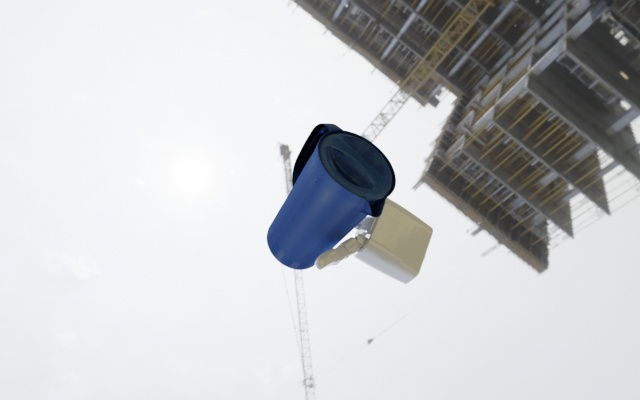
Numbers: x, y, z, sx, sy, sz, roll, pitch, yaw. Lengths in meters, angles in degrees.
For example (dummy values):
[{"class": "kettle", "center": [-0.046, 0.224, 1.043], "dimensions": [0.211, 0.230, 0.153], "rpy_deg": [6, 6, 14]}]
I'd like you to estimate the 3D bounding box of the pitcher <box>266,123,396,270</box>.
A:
[{"class": "pitcher", "center": [0.000, 0.003, 0.784], "dimensions": [0.145, 0.149, 0.243], "rpy_deg": [31, -47, -8]}]
